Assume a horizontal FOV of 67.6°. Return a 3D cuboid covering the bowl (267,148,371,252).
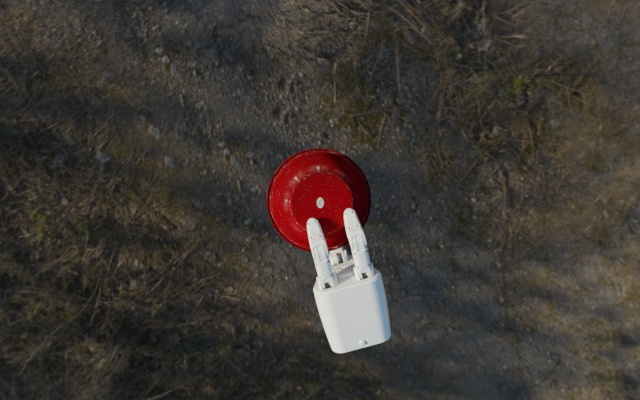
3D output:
[{"bbox_3d":[-0.001,0.001,0.709,0.162,0.162,0.055,0,4,-4],"label":"bowl"}]
